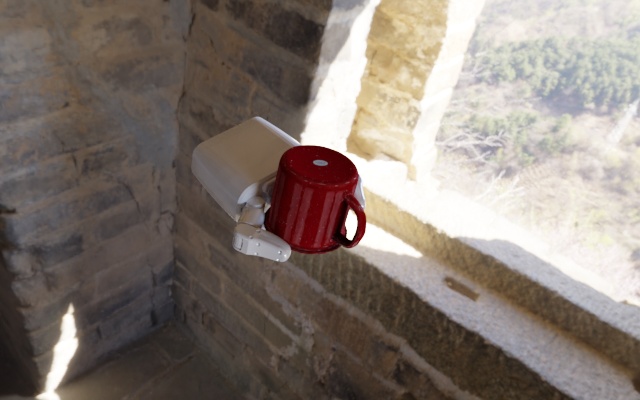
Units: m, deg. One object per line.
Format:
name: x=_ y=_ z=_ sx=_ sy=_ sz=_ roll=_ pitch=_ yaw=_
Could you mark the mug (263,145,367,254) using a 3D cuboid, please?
mug: x=0.001 y=0.002 z=0.489 sx=0.093 sy=0.081 sz=0.117 roll=-21 pitch=48 yaw=-40
